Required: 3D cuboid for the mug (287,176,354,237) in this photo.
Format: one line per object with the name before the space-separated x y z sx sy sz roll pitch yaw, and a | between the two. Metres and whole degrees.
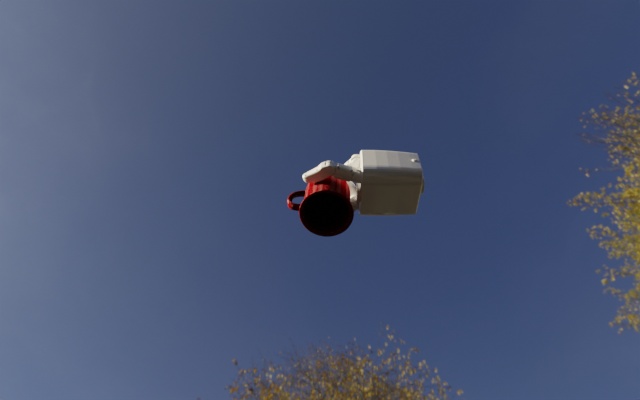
mug | -0.001 0.003 0.842 0.117 0.093 0.081 2 30 3
